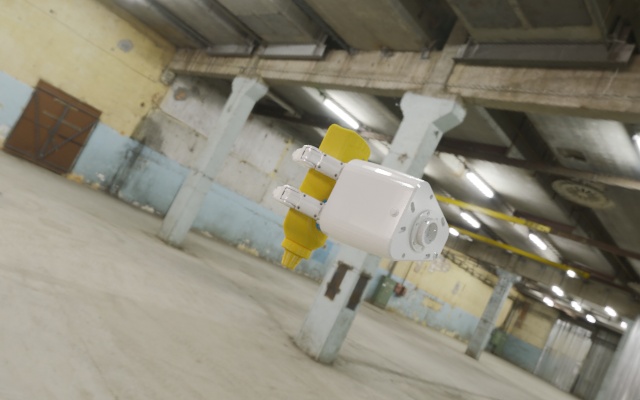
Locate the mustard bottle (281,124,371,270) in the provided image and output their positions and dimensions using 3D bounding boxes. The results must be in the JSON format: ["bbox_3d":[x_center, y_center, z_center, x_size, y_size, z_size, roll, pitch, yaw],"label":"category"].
[{"bbox_3d":[0.000,0.002,0.632,0.058,0.191,0.096,24,-6,20],"label":"mustard bottle"}]
